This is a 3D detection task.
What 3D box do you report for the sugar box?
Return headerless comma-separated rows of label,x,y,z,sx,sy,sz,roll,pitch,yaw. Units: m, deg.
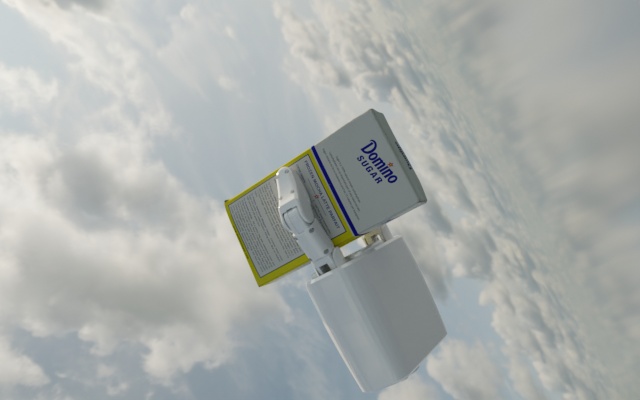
sugar box,0.000,0.002,0.444,0.176,0.093,0.048,-29,-10,20
